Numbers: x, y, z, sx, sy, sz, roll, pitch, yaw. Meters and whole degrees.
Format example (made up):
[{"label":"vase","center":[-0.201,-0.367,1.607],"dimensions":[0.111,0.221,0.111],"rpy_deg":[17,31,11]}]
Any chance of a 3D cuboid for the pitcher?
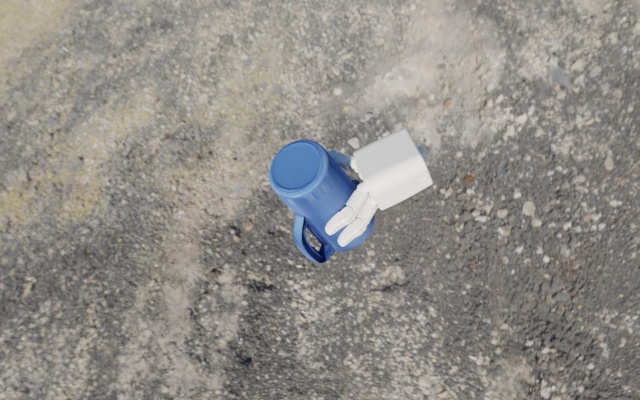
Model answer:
[{"label":"pitcher","center":[0.000,0.003,0.867],"dimensions":[0.145,0.149,0.243],"rpy_deg":[-26,-31,11]}]
